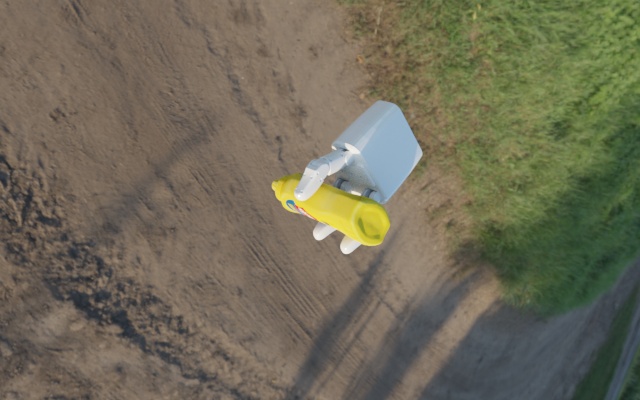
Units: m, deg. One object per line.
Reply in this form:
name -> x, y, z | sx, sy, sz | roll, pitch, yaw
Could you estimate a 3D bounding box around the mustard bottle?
mustard bottle -> 0.000, 0.003, 0.679 | 0.191, 0.058, 0.096 | 23, -6, 39
